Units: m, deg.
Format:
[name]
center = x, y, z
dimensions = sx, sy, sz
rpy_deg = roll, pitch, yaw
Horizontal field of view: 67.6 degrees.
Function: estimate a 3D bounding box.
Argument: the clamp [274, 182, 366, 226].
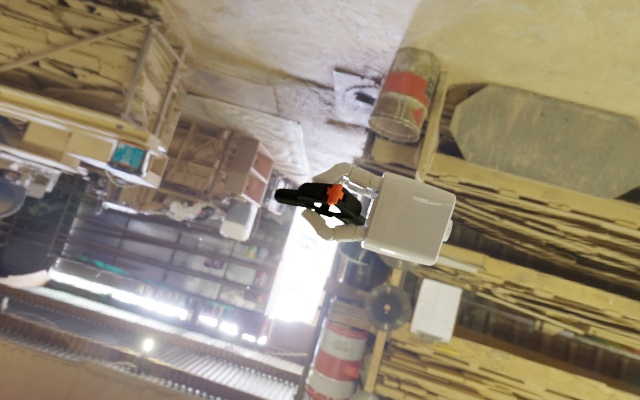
[clamp]
center = 0.000, 0.003, 0.711
dimensions = 0.164, 0.036, 0.210
rpy_deg = 18, -9, 4
